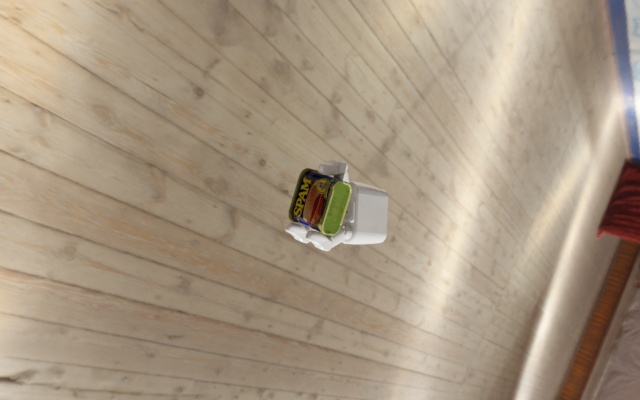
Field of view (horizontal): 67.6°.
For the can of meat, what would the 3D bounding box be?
[{"bbox_3d":[0.000,0.003,0.838,0.084,0.102,0.057,21,6,41],"label":"can of meat"}]
